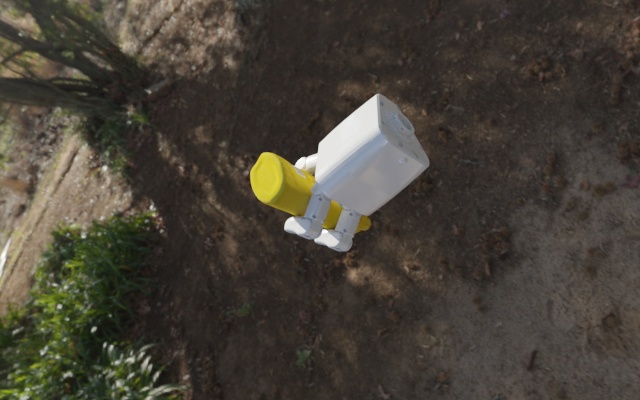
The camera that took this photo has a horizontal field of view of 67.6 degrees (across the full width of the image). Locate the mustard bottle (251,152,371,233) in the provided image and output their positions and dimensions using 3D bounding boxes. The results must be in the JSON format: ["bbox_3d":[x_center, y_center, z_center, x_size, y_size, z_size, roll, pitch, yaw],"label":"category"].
[{"bbox_3d":[0.000,0.002,0.655,0.192,0.058,0.096,25,14,-36],"label":"mustard bottle"}]
